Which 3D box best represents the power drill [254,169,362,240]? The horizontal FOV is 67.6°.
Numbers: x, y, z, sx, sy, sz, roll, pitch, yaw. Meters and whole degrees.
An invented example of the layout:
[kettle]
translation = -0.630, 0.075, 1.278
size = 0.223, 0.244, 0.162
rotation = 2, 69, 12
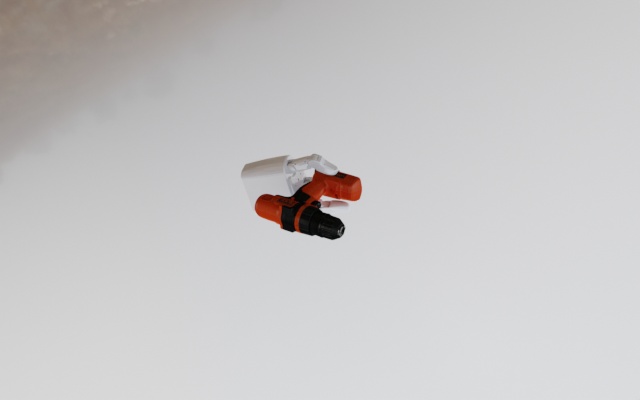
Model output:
[power drill]
translation = 0.000, 0.003, 0.887
size = 0.184, 0.057, 0.187
rotation = 18, 31, 30
